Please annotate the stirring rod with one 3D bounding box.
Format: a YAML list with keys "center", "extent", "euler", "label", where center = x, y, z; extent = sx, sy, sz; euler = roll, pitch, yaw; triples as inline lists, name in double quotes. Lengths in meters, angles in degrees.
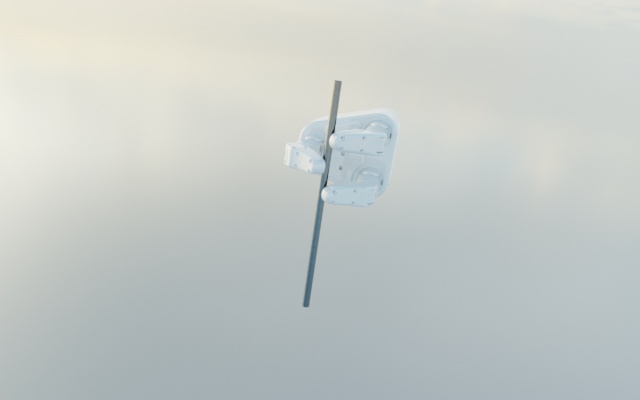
- center: [0.000, 0.002, 0.483]
  extent: [0.011, 0.240, 0.011]
  euler: [7, 19, -2]
  label: "stirring rod"
